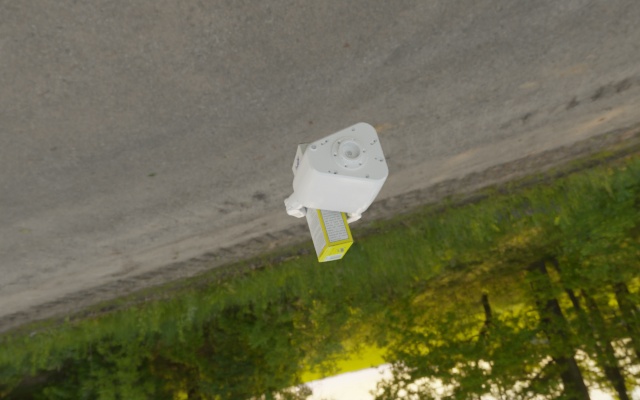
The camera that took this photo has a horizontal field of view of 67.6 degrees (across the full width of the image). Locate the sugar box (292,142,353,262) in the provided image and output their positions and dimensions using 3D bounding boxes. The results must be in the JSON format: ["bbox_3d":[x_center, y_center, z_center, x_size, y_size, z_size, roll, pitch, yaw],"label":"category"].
[{"bbox_3d":[0.001,0.002,0.767,0.048,0.176,0.093,-9,-20,-14],"label":"sugar box"}]
